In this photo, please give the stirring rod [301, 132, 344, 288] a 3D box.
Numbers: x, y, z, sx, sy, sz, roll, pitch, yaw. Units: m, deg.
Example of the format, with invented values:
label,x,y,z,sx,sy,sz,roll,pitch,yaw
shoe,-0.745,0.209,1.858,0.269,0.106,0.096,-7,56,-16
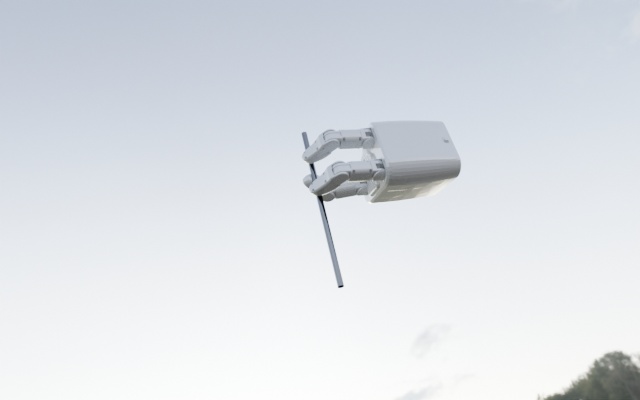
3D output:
label,x,y,z,sx,sy,sz,roll,pitch,yaw
stirring rod,0.000,0.002,0.618,0.011,0.239,0.011,-9,-33,-6
